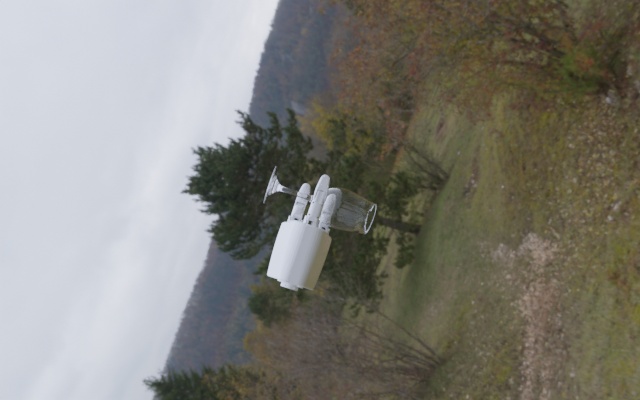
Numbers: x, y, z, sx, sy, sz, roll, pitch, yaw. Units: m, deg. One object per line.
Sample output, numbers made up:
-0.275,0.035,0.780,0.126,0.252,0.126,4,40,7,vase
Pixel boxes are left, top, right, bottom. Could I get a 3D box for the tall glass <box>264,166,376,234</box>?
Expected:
0.000,0.003,0.895,0.201,0.079,0.079,18,-1,-3,tall glass
